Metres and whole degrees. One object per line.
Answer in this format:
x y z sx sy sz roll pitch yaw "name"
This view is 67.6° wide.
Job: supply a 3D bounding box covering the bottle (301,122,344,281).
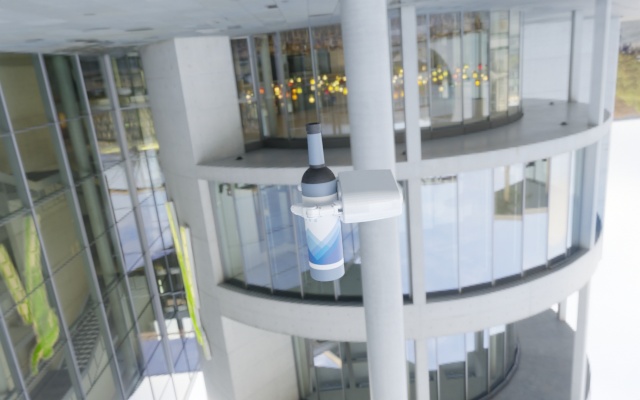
0.000 0.003 0.895 0.069 0.296 0.069 -5 16 1 "bottle"
